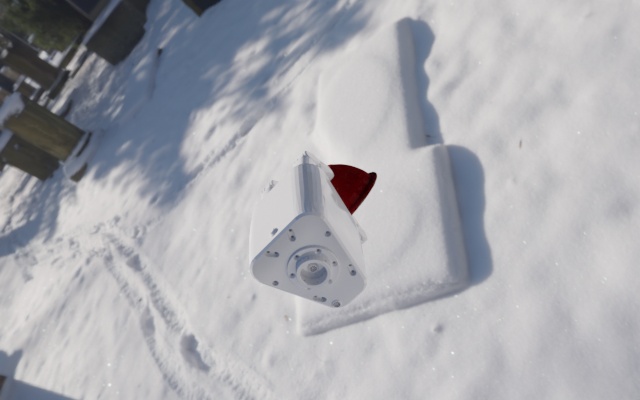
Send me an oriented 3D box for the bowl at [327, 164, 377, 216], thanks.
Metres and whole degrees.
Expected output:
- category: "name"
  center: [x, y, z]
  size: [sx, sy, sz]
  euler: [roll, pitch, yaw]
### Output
- category: "bowl"
  center: [0.000, 0.002, 0.645]
  size: [0.055, 0.162, 0.162]
  euler: [44, -8, -8]
